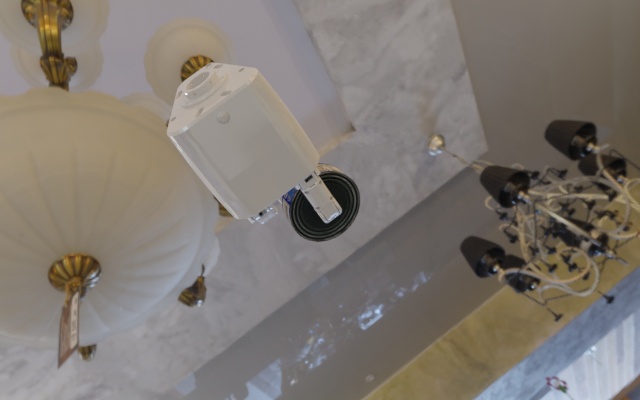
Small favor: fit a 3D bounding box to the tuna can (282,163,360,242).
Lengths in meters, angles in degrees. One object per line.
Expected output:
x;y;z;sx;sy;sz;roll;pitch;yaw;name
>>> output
0.000;0.002;0.545;0.086;0.086;0.033;0;24;-25;tuna can
